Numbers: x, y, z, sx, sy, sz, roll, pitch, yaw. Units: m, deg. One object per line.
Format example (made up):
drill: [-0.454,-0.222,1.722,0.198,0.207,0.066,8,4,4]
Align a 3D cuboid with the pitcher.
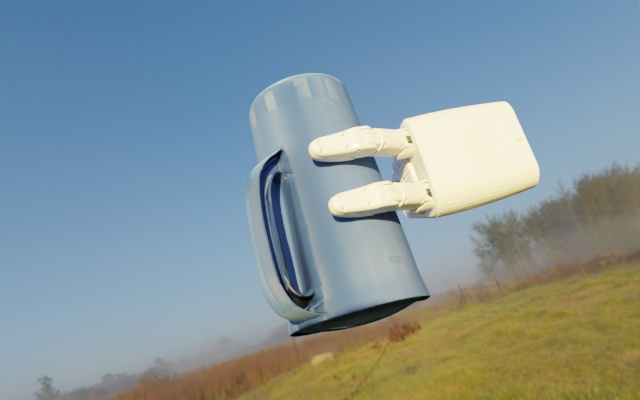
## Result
pitcher: [0.000,0.001,0.463,0.145,0.242,0.149,-14,-18,-7]
